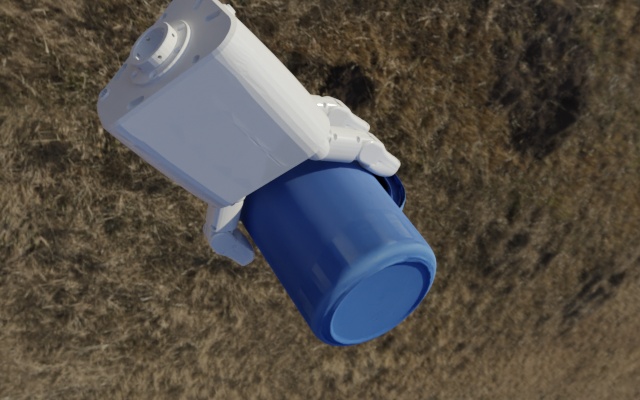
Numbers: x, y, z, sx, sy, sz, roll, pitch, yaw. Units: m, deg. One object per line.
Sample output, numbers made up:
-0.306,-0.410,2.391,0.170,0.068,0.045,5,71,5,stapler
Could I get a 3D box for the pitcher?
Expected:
0.000,0.001,0.433,0.145,0.149,0.242,44,6,-48,pitcher
